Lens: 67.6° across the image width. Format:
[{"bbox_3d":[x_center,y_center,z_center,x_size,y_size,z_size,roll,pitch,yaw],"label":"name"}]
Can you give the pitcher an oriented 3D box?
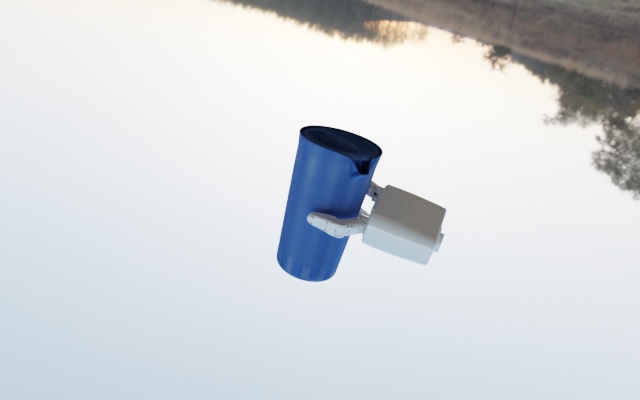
[{"bbox_3d":[0.000,0.003,0.789,0.145,0.243,0.149,21,24,10],"label":"pitcher"}]
